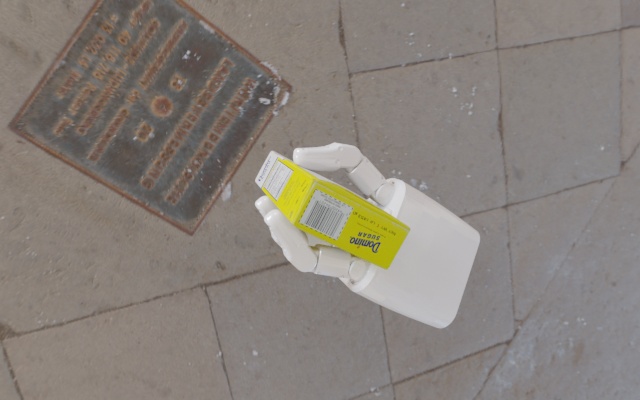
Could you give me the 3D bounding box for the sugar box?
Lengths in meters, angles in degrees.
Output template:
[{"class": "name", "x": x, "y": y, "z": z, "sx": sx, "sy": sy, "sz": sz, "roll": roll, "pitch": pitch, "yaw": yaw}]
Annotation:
[{"class": "sugar box", "x": 0.000, "y": 0.002, "z": 0.444, "sx": 0.093, "sy": 0.048, "sz": 0.176, "roll": 28, "pitch": 1, "yaw": -20}]
